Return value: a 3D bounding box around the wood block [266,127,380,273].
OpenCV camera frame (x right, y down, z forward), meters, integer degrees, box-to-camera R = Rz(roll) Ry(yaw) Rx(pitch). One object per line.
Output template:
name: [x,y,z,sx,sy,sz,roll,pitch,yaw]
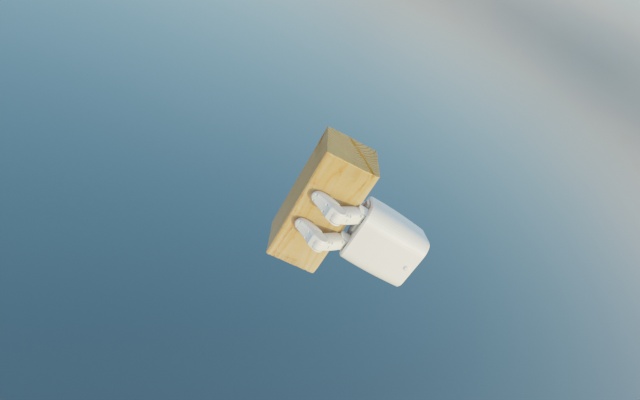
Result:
wood block: [0.001,0.002,0.756,0.090,0.206,0.090,25,30,-13]
